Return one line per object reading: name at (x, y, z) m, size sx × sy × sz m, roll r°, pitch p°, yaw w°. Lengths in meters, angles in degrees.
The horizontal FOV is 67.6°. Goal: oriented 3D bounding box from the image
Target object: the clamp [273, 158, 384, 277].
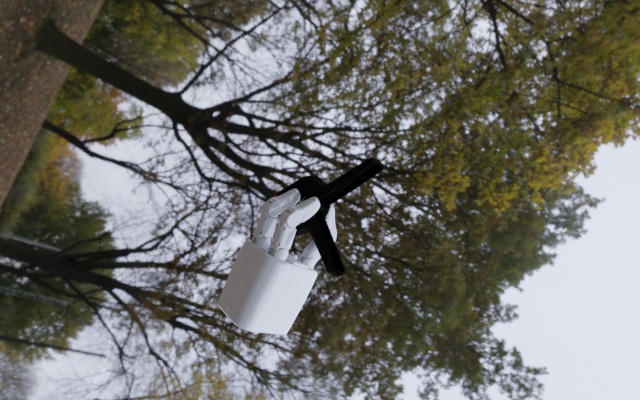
clamp at (0.000, 0.003, 0.699) m, size 0.036 × 0.164 × 0.210 m, roll 27°, pitch -3°, yaw -36°
